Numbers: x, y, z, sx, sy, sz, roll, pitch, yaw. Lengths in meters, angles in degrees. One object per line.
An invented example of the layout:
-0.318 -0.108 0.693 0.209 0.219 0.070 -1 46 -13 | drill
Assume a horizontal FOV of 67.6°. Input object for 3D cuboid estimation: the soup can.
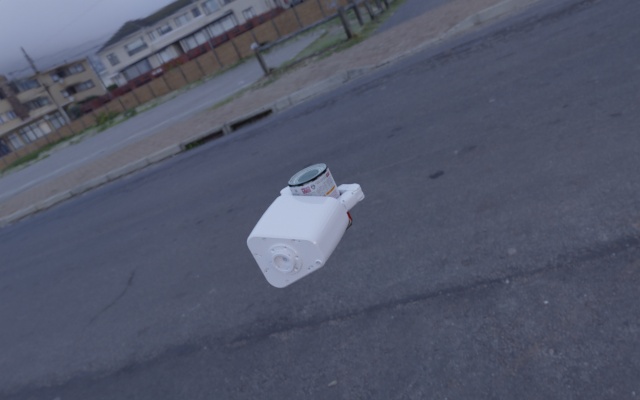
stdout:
0.000 0.002 0.745 0.068 0.102 0.068 -23 20 9 | soup can
